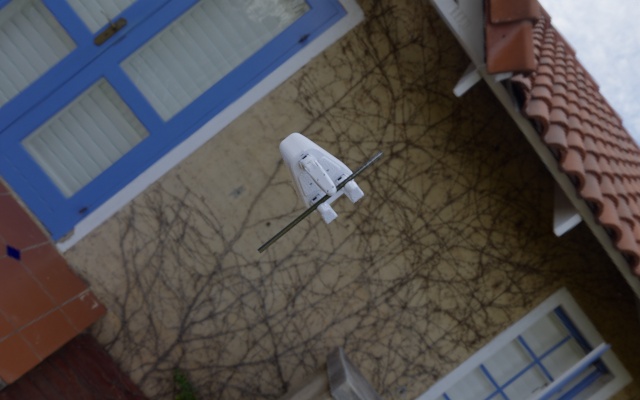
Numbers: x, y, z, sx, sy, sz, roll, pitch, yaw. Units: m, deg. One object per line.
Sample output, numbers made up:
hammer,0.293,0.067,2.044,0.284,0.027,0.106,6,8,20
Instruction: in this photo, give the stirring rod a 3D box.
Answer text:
stirring rod,0.000,0.002,0.727,0.239,0.011,0.011,-39,0,1
